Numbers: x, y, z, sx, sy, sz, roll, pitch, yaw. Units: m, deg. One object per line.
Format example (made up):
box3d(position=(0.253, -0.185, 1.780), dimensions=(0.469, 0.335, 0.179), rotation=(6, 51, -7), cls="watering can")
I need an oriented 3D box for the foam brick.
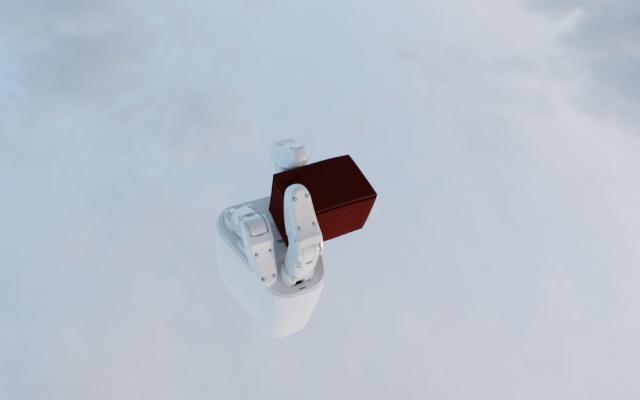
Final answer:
box3d(position=(0.000, 0.001, 0.424), dimensions=(0.078, 0.053, 0.051), rotation=(-16, -33, -21), cls="foam brick")
